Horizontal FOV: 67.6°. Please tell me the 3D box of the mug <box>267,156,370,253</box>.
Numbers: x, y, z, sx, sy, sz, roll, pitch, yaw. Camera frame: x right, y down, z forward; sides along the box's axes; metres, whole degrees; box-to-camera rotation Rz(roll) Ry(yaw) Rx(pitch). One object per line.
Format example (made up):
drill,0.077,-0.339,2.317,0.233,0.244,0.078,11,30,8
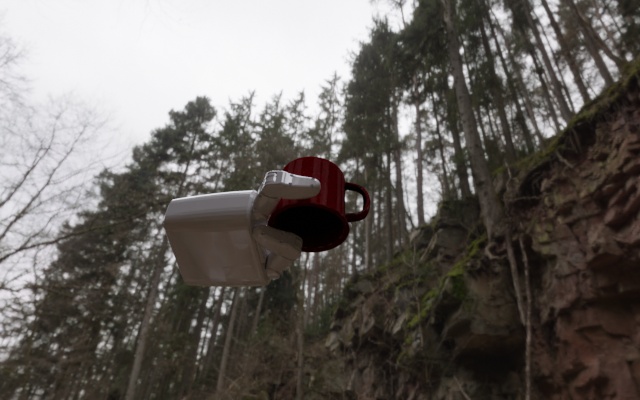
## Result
mug,0.002,0.002,0.564,0.117,0.081,0.093,-3,-41,8
